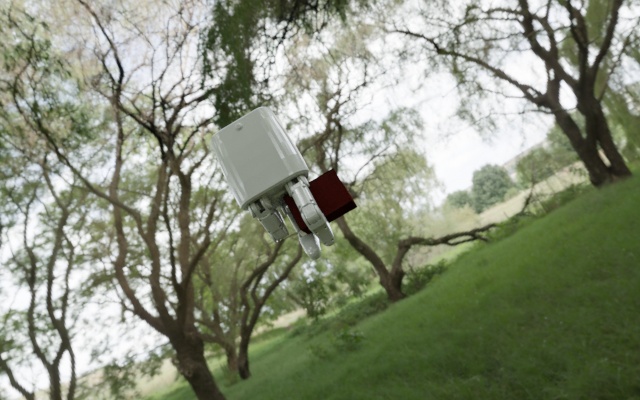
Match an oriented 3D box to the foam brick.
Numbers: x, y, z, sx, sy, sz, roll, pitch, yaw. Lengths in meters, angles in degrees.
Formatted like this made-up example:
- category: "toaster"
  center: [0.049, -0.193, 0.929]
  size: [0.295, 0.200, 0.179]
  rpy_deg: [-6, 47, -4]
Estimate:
- category: "foam brick"
  center: [0.000, 0.002, 0.625]
  size: [0.078, 0.051, 0.053]
  rpy_deg: [-30, -14, 4]
